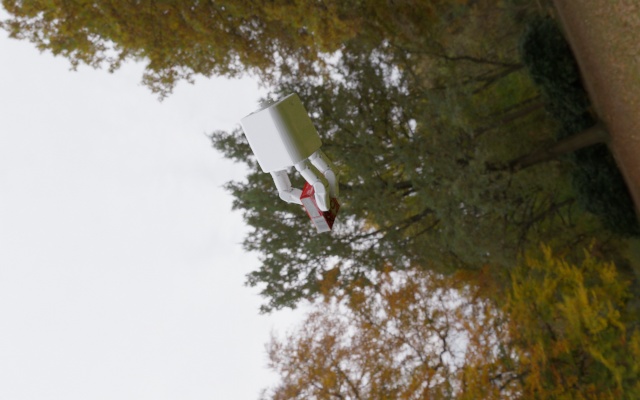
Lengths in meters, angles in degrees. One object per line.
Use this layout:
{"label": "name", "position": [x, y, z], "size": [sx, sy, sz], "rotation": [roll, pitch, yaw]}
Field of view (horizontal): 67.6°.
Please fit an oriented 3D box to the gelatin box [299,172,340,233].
{"label": "gelatin box", "position": [0.000, 0.003, 0.889], "size": [0.030, 0.089, 0.073], "rotation": [-12, 34, 26]}
